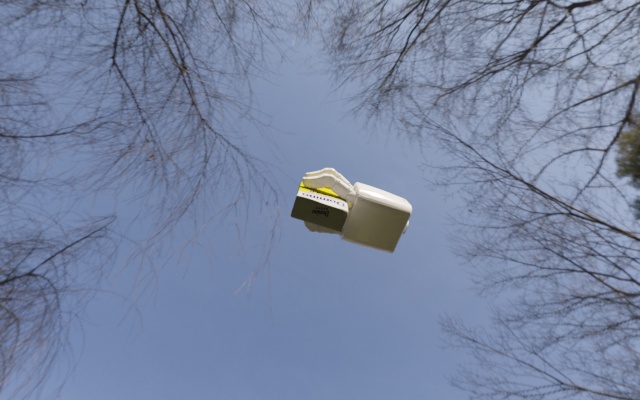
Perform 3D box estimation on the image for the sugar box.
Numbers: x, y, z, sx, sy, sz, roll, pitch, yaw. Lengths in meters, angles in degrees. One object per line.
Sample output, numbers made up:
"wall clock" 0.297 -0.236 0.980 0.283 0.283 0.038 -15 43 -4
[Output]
"sugar box" 0.000 0.002 0.877 0.093 0.048 0.176 17 10 -3
